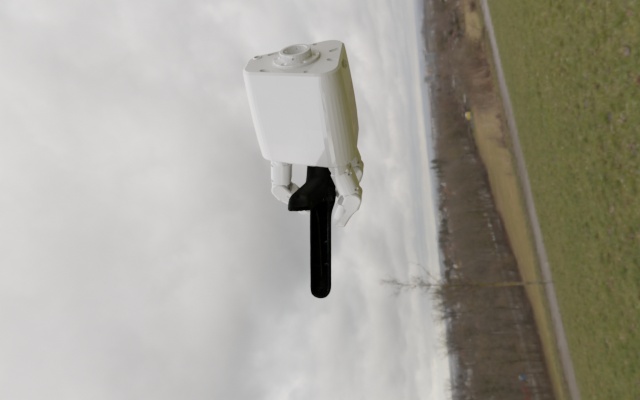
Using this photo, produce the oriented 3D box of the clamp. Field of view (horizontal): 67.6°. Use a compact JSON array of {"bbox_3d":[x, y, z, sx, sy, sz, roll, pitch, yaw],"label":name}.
[{"bbox_3d":[-0.001,0.001,0.587,0.036,0.165,0.209,-1,39,9],"label":"clamp"}]
